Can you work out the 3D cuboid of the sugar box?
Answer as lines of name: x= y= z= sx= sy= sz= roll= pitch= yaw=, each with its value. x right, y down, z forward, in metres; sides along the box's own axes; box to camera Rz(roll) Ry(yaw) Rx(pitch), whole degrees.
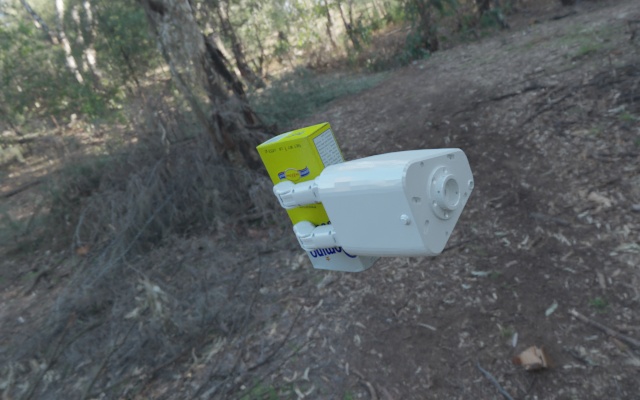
sugar box: x=0.000 y=0.002 z=0.567 sx=0.093 sy=0.176 sz=0.048 roll=-4 pitch=25 yaw=47
